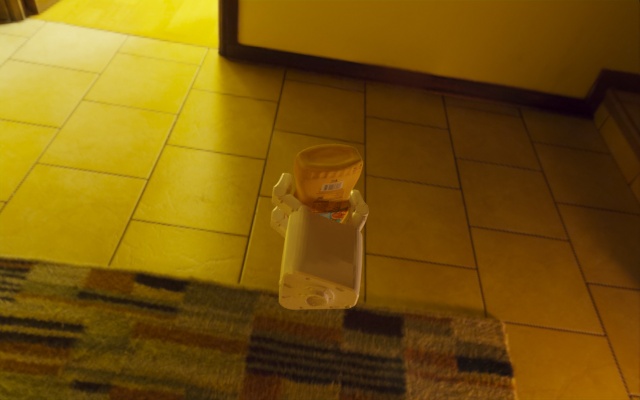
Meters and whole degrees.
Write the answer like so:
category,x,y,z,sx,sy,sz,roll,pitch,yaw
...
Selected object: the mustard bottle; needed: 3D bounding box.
category,x,y,z,sx,sy,sz,roll,pitch,yaw
mustard bottle,0.000,0.002,0.736,0.096,0.058,0.192,-9,-40,-20
